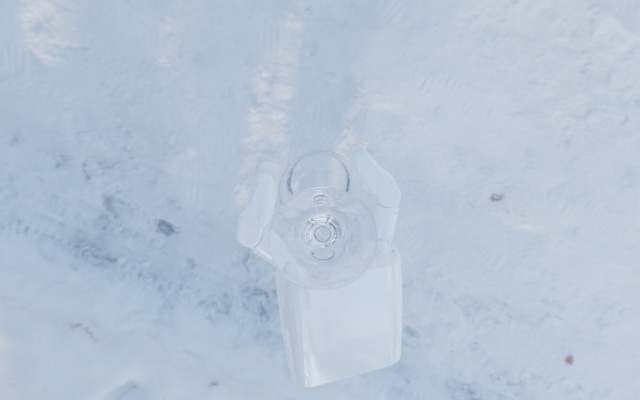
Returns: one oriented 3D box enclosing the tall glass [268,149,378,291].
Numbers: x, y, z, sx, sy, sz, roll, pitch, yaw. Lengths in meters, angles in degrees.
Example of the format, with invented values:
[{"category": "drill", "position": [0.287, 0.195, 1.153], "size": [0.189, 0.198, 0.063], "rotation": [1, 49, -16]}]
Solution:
[{"category": "tall glass", "position": [0.000, 0.001, 0.416], "size": [0.079, 0.079, 0.201], "rotation": [0, 15, -1]}]
